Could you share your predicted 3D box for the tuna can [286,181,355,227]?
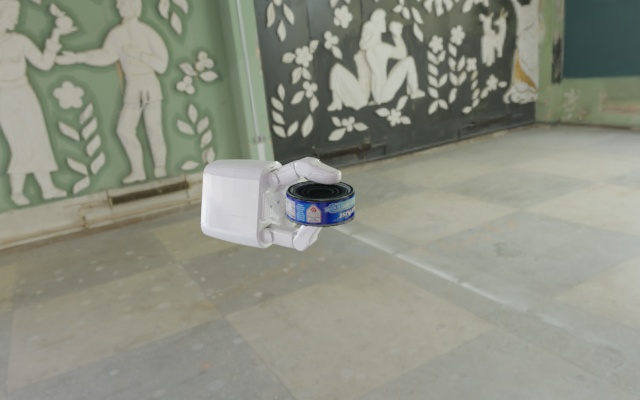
[{"bbox_3d":[0.000,0.001,0.585,0.086,0.034,0.086,0,19,0],"label":"tuna can"}]
